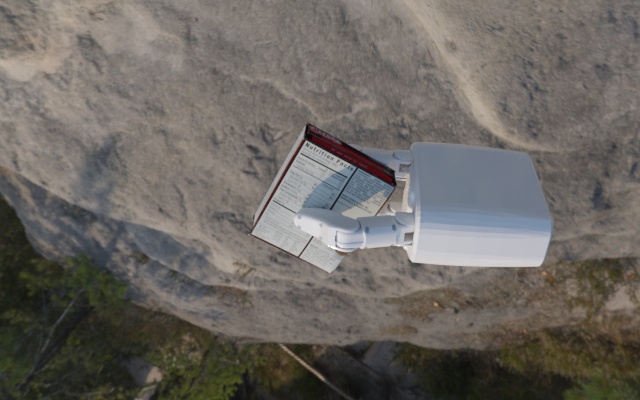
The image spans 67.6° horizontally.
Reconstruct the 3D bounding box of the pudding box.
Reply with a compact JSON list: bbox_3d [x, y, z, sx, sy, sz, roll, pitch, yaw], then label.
[{"bbox_3d":[0.000,0.001,0.424,0.090,0.113,0.039,28,26,-10],"label":"pudding box"}]
